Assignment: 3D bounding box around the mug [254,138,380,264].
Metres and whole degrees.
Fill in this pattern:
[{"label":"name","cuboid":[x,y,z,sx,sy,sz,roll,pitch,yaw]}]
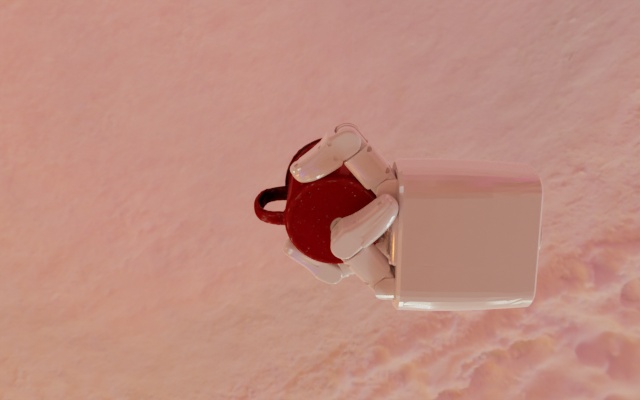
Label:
[{"label":"mug","cuboid":[-0.001,0.001,0.415,0.117,0.093,0.081,-1,26,2]}]
